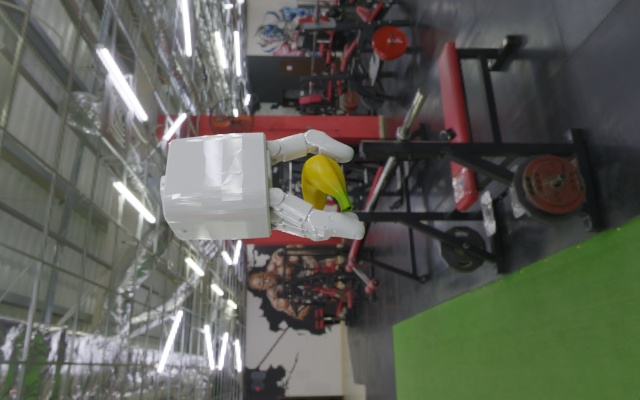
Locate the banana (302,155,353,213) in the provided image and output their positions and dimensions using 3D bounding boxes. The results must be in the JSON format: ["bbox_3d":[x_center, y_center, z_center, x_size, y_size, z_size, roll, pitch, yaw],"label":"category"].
[{"bbox_3d":[-0.002,-0.017,0.568,0.037,0.069,0.198,-7,-1,-8],"label":"banana"}]
